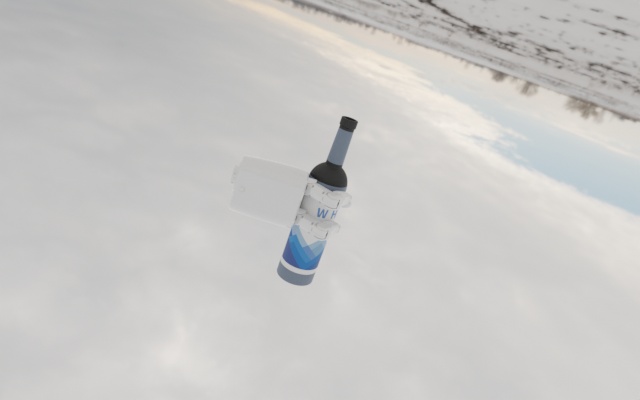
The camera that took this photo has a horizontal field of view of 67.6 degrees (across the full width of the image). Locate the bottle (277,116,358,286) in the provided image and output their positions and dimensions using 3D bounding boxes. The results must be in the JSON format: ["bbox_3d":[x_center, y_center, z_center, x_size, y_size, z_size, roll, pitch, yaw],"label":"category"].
[{"bbox_3d":[0.000,0.003,0.795,0.069,0.296,0.069,17,21,-7],"label":"bottle"}]
